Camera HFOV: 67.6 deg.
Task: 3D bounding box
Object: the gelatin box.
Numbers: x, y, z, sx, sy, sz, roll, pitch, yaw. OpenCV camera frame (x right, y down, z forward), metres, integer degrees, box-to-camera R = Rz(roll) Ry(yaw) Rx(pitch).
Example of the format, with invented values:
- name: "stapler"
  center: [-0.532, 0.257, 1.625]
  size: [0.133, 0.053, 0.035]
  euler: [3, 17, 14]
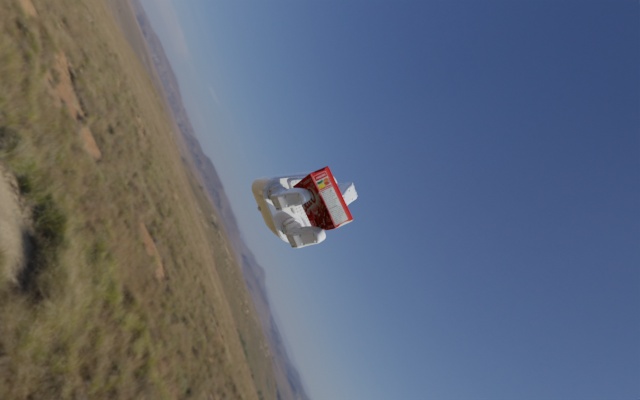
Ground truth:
- name: "gelatin box"
  center: [0.001, 0.002, 0.610]
  size: [0.030, 0.073, 0.089]
  euler: [-25, 0, -19]
